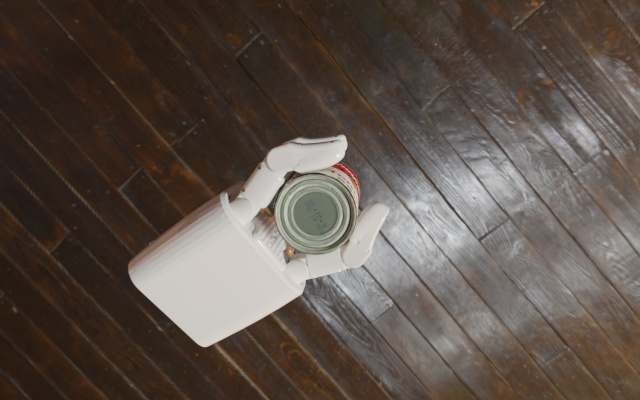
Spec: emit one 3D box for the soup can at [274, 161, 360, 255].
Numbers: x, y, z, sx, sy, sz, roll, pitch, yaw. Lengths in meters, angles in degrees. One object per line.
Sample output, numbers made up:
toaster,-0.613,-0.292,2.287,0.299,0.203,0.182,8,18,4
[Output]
soup can,0.001,0.001,0.419,0.068,0.068,0.102,0,11,6
